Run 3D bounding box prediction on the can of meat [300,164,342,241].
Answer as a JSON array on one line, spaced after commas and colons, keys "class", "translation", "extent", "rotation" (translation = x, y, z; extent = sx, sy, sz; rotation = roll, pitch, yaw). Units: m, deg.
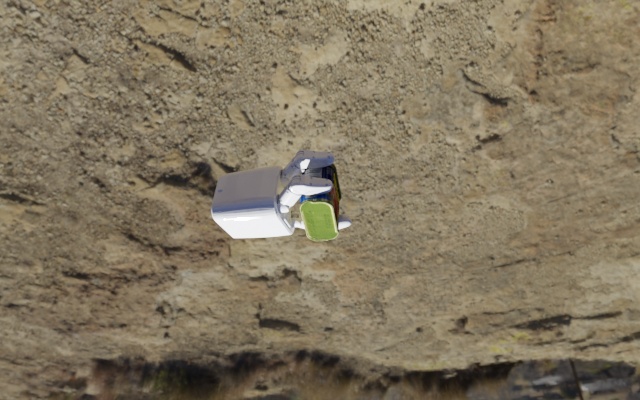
[{"class": "can of meat", "translation": [0.000, 0.003, 0.755], "extent": [0.057, 0.083, 0.102], "rotation": [-4, -42, 8]}]
